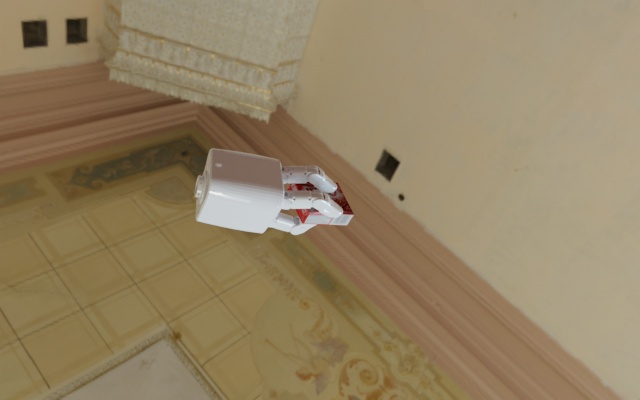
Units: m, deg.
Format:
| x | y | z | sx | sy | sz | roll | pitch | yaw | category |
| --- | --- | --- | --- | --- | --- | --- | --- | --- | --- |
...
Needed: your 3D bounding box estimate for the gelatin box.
| x | y | z | sx | sy | sz | roll | pitch | yaw | category |
| --- | --- | --- | --- | --- | --- | --- | --- | --- | --- |
| 0.000 | 0.003 | 0.759 | 0.089 | 0.073 | 0.030 | 4 | -45 | -33 | gelatin box |
